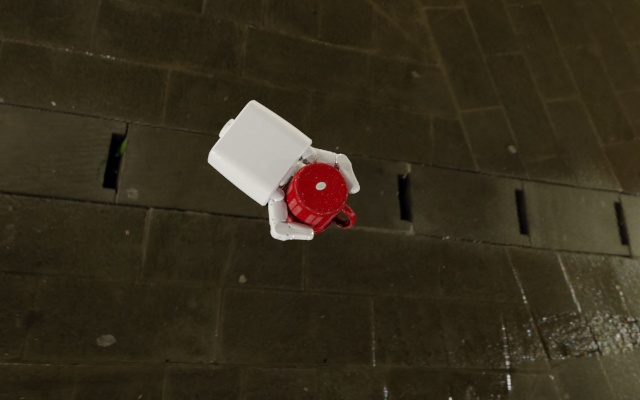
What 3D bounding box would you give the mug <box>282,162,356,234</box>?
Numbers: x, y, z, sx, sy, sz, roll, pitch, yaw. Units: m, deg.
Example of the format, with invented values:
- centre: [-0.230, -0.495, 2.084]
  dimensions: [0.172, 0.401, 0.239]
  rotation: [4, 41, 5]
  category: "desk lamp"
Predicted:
- centre: [0.001, 0.003, 0.697]
  dimensions: [0.117, 0.093, 0.081]
  rotation: [36, -25, -3]
  category: "mug"
